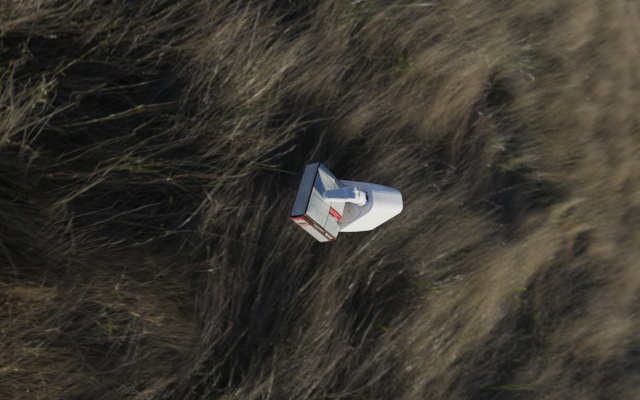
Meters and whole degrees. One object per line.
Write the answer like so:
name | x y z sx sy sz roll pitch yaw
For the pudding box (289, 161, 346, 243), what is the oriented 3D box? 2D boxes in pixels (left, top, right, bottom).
pudding box | 0.000 0.003 0.831 0.039 0.113 0.090 -14 -41 39
